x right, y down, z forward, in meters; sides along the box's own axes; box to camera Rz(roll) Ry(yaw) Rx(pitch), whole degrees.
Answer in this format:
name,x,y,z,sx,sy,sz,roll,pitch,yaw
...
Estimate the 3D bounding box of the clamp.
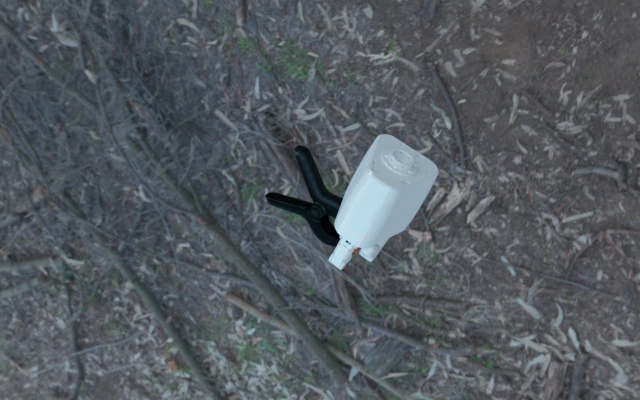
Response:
name,x,y,z,sx,sy,sz,roll,pitch,yaw
clamp,0.000,0.003,0.702,0.171,0.120,0.039,35,42,13
